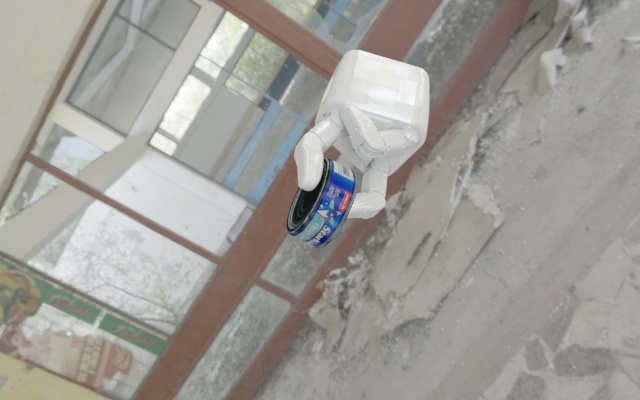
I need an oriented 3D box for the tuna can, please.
[{"bbox_3d":[0.000,0.001,0.474,0.034,0.086,0.086,27,-9,-17],"label":"tuna can"}]
